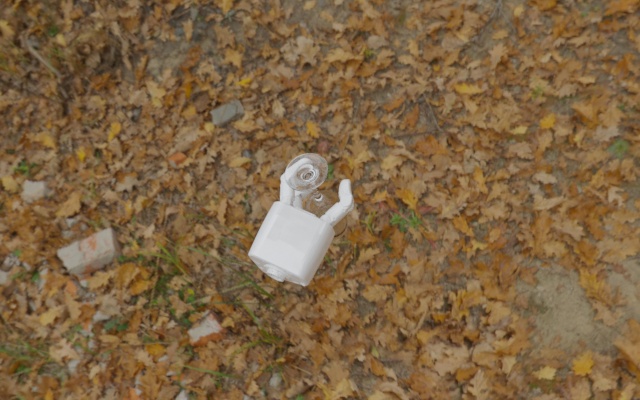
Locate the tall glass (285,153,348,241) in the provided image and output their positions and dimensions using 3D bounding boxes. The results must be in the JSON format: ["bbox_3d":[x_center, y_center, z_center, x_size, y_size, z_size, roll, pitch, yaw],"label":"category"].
[{"bbox_3d":[0.000,0.002,0.863,0.079,0.079,0.201,0,-30,16],"label":"tall glass"}]
